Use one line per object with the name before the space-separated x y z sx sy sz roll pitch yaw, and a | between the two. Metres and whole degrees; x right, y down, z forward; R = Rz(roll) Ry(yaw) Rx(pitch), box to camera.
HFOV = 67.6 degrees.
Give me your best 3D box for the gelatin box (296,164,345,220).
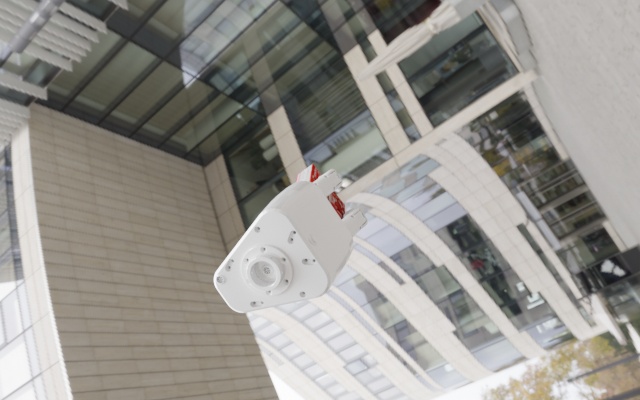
gelatin box | 0.000 0.002 0.597 0.030 0.073 0.089 -34 17 14
